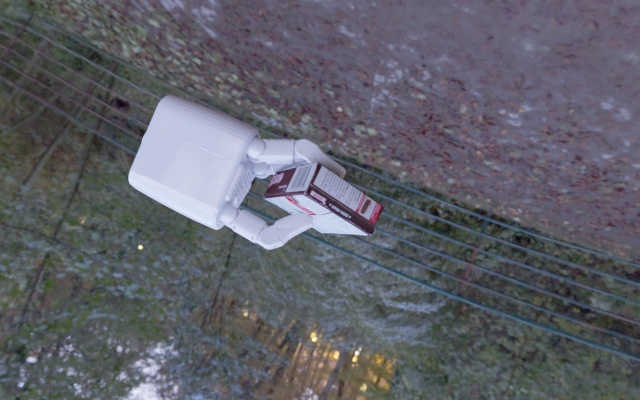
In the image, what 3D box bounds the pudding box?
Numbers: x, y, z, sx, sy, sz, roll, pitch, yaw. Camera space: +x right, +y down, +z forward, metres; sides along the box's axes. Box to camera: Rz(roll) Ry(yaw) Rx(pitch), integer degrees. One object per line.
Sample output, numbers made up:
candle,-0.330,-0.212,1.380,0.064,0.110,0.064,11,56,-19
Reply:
pudding box,0.000,0.002,0.515,0.090,0.039,0.113,31,-14,-23
